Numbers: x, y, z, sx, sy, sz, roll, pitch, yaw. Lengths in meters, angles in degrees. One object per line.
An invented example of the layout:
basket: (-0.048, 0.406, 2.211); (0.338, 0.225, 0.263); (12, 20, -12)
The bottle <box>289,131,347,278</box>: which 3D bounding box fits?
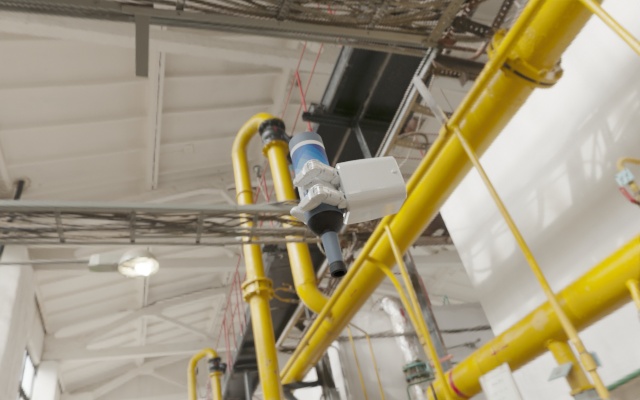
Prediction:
bottle: (0.000, 0.003, 0.849); (0.069, 0.295, 0.069); (-9, -37, -7)
